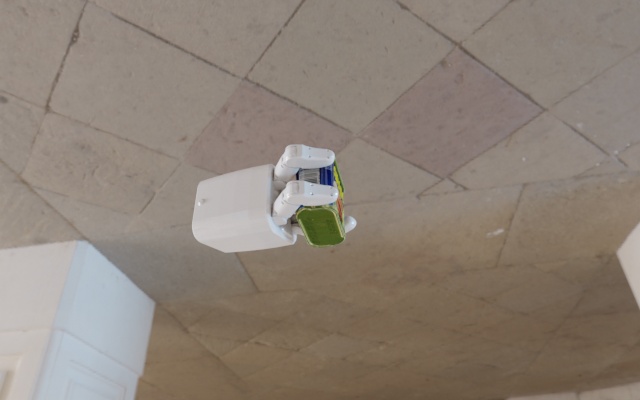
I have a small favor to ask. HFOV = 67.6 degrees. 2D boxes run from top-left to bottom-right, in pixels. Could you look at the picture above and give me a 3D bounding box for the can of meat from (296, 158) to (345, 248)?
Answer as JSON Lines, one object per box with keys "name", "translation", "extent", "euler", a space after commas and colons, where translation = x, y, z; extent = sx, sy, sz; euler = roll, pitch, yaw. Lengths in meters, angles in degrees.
{"name": "can of meat", "translation": [0.000, 0.002, 0.623], "extent": [0.057, 0.084, 0.102], "euler": [-8, -35, 9]}
